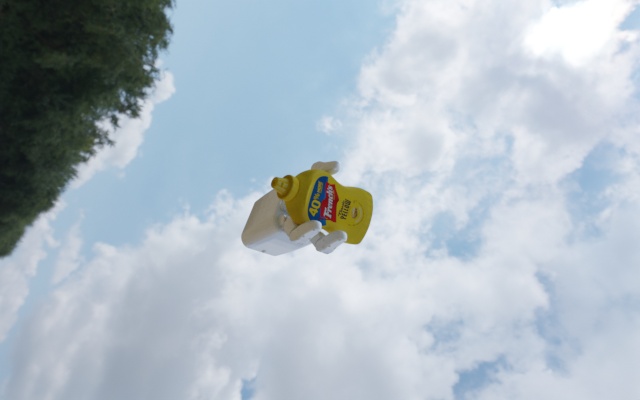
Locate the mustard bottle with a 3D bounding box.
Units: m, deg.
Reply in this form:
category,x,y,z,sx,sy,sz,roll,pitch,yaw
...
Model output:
category,x,y,z,sx,sy,sz,roll,pitch,yaw
mustard bottle,0.001,0.003,0.773,0.192,0.096,0.058,23,-11,-36
